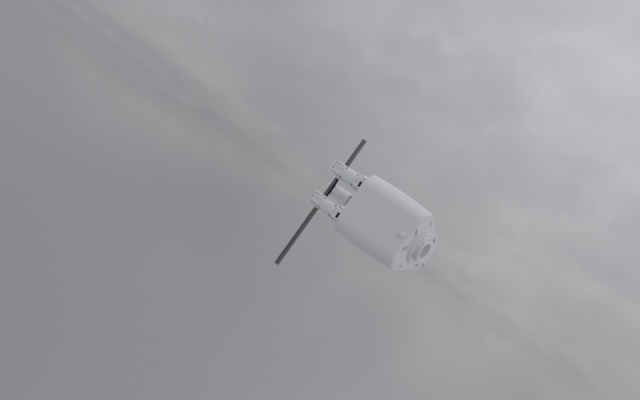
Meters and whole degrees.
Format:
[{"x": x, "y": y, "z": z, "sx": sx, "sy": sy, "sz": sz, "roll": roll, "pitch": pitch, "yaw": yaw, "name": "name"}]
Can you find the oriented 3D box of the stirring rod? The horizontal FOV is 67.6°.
[{"x": 0.000, "y": 0.003, "z": 0.757, "sx": 0.011, "sy": 0.239, "sz": 0.011, "roll": 36, "pitch": 1, "yaw": 0, "name": "stirring rod"}]
